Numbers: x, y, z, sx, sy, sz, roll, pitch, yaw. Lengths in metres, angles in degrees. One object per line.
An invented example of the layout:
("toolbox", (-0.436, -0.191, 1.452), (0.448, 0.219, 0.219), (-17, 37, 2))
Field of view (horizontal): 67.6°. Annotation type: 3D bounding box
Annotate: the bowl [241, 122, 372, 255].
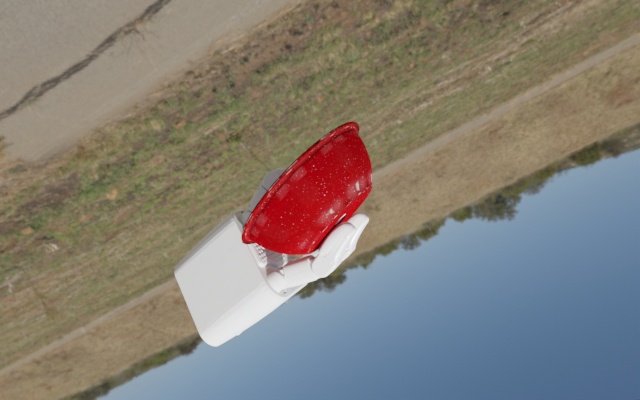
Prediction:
("bowl", (0.001, 0.001, 0.466), (0.055, 0.162, 0.162), (43, 9, 10))
